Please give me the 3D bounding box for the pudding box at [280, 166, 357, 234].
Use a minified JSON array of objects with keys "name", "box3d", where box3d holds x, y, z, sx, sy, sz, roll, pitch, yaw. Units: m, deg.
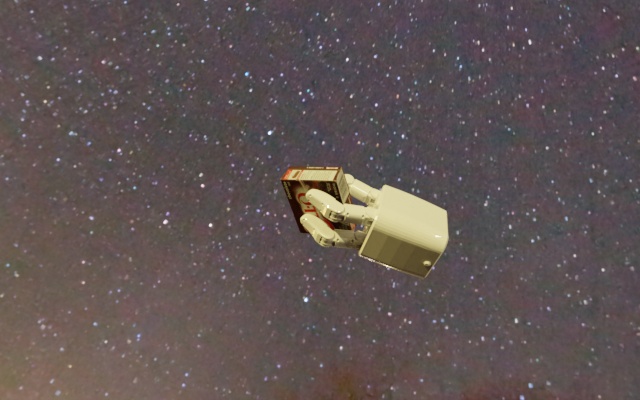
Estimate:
[{"name":"pudding box","box3d":[0.000,0.002,0.718,0.090,0.114,0.039,2,40,24]}]
